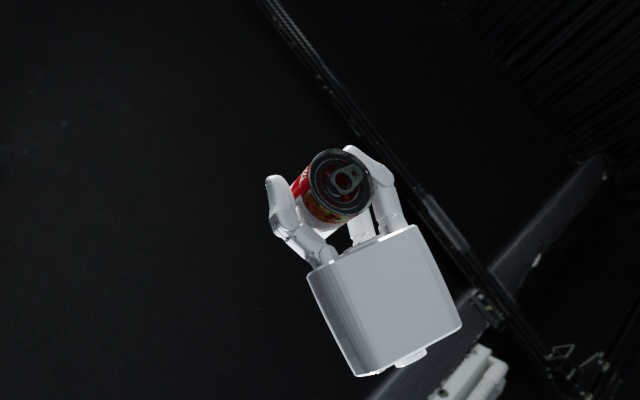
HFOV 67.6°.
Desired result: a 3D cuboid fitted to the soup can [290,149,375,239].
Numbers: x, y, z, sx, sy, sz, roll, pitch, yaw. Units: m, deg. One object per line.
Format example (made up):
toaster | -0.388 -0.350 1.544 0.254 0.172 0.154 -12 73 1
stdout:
soup can | 0.000 0.001 0.482 0.068 0.068 0.102 0 -22 -26
